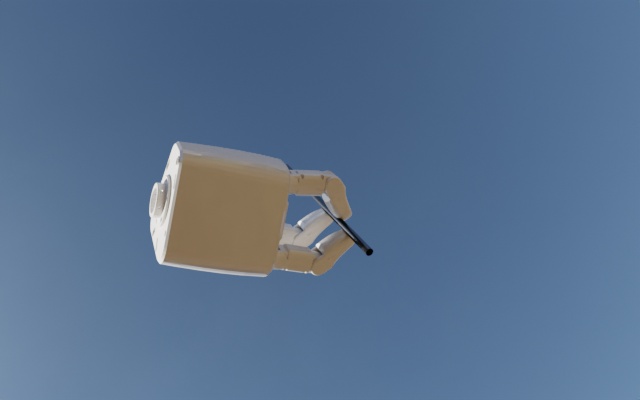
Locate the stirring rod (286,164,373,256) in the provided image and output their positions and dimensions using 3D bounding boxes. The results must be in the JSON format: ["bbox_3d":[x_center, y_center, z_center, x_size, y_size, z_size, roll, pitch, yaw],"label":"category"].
[{"bbox_3d":[0.000,0.002,0.558,0.011,0.011,0.239,0,24,-25],"label":"stirring rod"}]
